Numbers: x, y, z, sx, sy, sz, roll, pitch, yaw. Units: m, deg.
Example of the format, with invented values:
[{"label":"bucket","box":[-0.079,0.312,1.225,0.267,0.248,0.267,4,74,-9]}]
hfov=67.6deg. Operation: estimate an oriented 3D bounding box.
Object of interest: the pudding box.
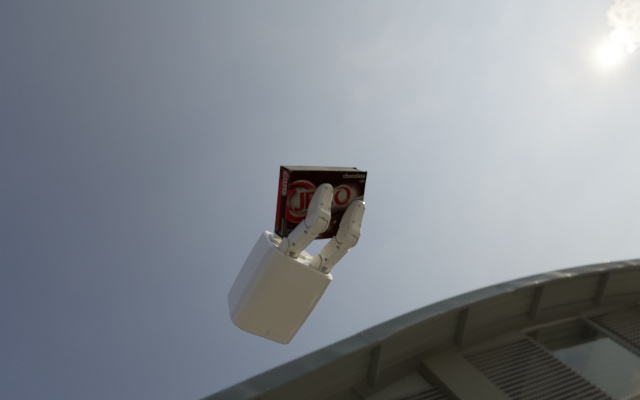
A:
[{"label":"pudding box","box":[0.000,0.002,0.611,0.113,0.090,0.039,-2,18,-30]}]
